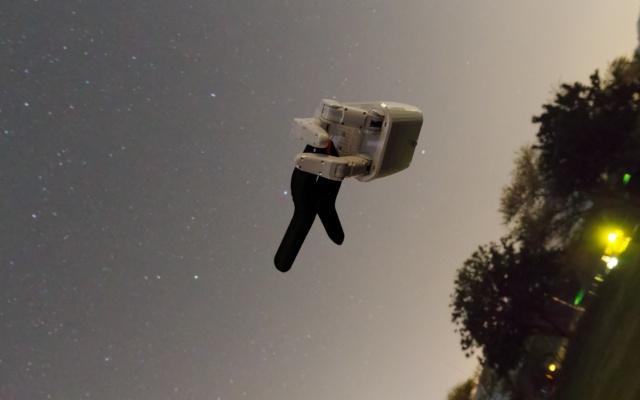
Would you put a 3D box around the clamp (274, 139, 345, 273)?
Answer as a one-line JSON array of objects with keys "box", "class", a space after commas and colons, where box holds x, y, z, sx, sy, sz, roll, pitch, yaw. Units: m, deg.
[{"box": [0.000, 0.002, 0.600, 0.039, 0.171, 0.120, 25, 22, 29], "class": "clamp"}]
